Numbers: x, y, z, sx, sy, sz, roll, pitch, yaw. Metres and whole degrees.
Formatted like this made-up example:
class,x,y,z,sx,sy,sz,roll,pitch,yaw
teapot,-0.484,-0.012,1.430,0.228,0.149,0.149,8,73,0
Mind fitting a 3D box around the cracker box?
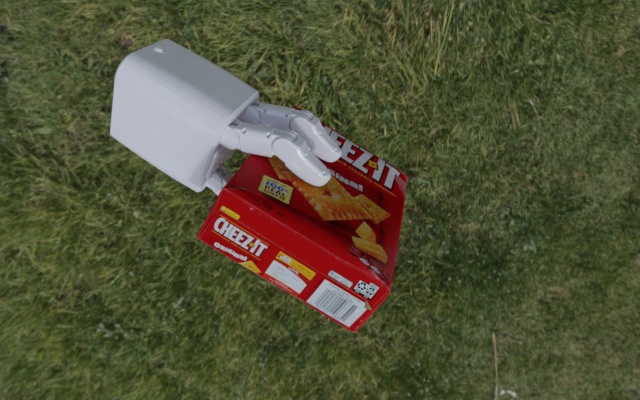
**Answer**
class,x,y,z,sx,sy,sz,roll,pitch,yaw
cracker box,0.000,0.002,0.484,0.164,0.072,0.213,32,32,-5
